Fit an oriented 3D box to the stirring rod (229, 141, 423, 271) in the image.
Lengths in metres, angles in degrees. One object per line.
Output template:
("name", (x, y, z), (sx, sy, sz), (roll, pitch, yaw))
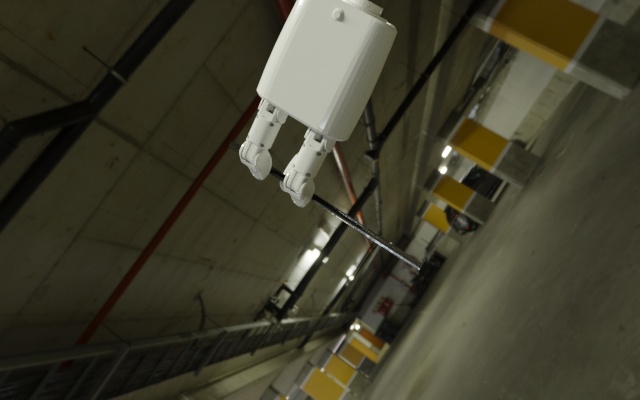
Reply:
("stirring rod", (0.000, 0.002, 0.495), (0.239, 0.011, 0.011), (33, 9, 14))
